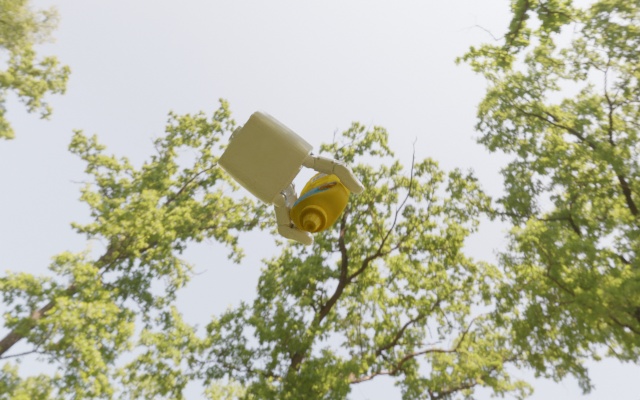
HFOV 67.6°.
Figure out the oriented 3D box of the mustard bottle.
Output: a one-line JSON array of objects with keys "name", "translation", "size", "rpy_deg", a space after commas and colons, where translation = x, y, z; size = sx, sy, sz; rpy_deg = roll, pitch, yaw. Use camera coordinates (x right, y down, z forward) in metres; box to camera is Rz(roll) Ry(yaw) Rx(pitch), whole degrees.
[{"name": "mustard bottle", "translation": [0.000, 0.003, 0.762], "size": [0.096, 0.058, 0.191], "rpy_deg": [-25, 14, 18]}]
